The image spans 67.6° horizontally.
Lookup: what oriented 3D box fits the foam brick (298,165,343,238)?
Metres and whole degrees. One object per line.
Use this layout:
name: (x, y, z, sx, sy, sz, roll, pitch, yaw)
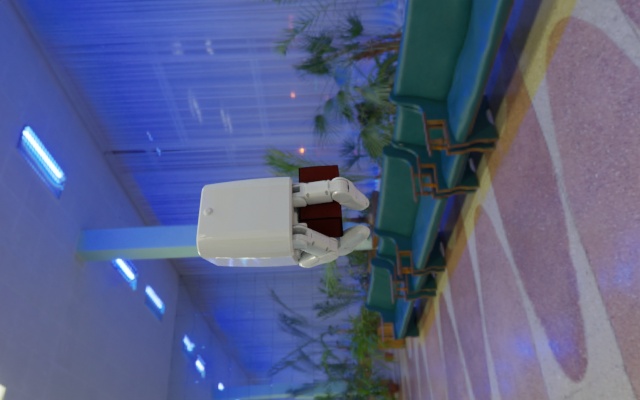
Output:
foam brick: (0.000, 0.002, 0.594, 0.051, 0.078, 0.053, -4, -32, 3)
